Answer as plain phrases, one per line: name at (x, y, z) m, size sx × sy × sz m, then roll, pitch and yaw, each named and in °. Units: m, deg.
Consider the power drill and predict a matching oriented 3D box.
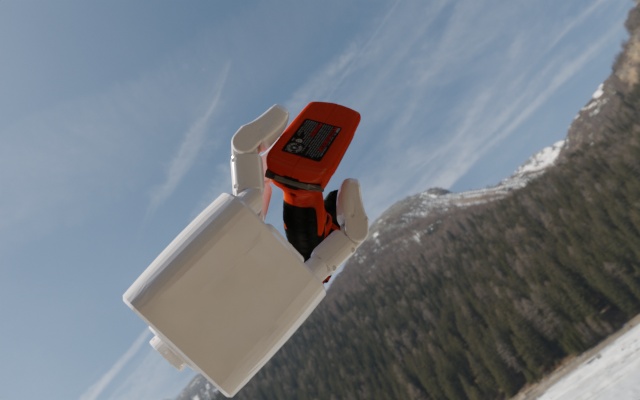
power drill at (0.000, 0.001, 0.474) m, size 0.057 × 0.188 × 0.184 m, roll 14°, pitch 44°, yaw 14°
